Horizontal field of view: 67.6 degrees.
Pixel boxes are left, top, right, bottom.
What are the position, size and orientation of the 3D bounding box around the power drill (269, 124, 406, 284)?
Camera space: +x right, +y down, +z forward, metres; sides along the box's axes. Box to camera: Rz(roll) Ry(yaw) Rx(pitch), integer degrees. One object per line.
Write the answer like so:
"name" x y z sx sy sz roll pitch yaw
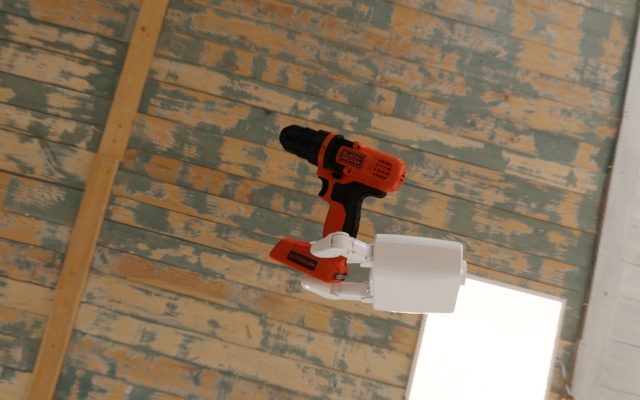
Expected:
"power drill" 0.000 0.003 0.637 0.184 0.187 0.057 22 2 23
